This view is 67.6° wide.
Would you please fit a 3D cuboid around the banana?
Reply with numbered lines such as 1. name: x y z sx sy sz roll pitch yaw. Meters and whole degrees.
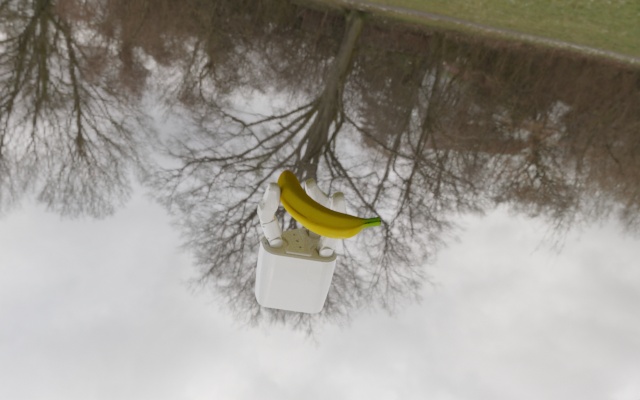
1. banana: -0.011 0.008 0.665 0.069 0.037 0.197 -18 36 -39
